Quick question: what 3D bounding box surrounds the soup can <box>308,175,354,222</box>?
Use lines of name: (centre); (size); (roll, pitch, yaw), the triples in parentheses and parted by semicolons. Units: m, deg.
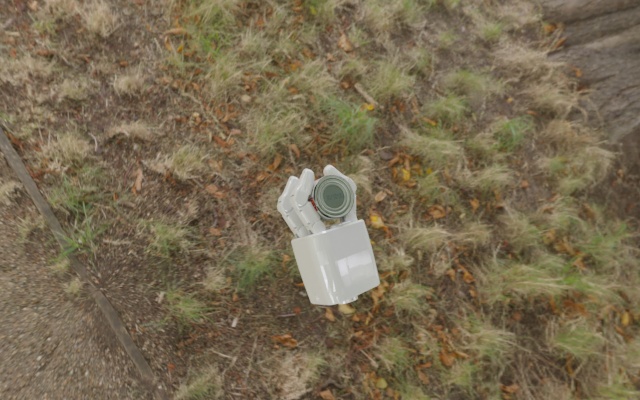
soup can: (0.000, 0.002, 0.746); (0.068, 0.068, 0.102); (0, -9, -25)
